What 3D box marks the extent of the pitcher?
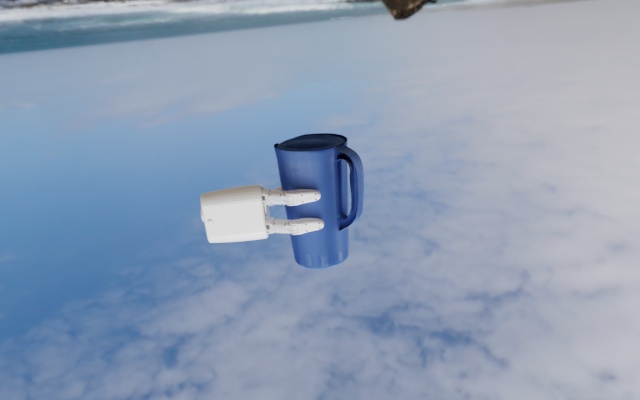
[{"bbox_3d":[0.000,0.003,0.887,0.145,0.243,0.149,-8,20,-5],"label":"pitcher"}]
